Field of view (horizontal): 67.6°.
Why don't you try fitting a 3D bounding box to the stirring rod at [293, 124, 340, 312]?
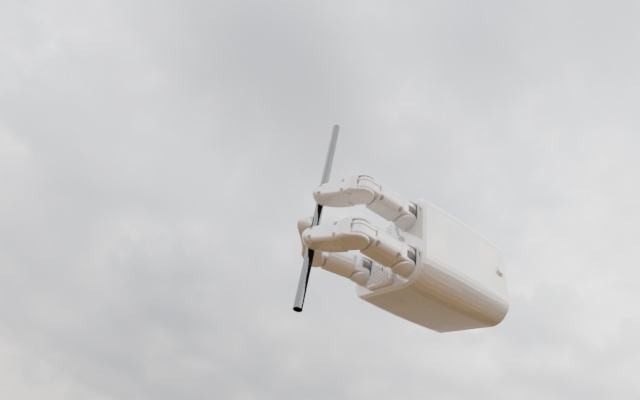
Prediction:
[{"bbox_3d":[0.000,0.002,0.461,0.011,0.239,0.011,6,-44,6],"label":"stirring rod"}]
